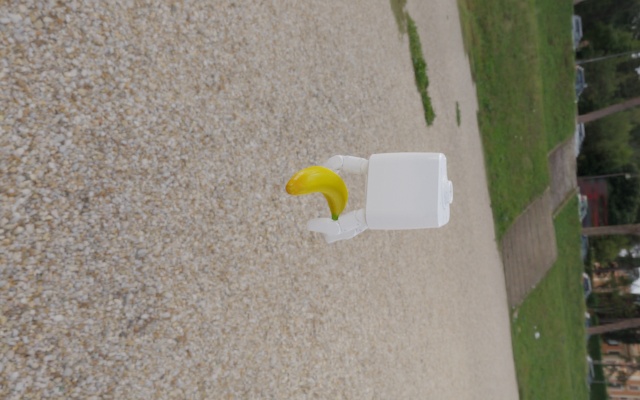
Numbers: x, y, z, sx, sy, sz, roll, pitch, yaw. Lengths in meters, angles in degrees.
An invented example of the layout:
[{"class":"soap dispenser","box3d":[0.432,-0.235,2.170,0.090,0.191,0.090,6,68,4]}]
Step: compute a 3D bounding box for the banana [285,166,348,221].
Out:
[{"class":"banana","box3d":[0.005,-0.015,0.709,0.037,0.069,0.198,5,-15,24]}]
